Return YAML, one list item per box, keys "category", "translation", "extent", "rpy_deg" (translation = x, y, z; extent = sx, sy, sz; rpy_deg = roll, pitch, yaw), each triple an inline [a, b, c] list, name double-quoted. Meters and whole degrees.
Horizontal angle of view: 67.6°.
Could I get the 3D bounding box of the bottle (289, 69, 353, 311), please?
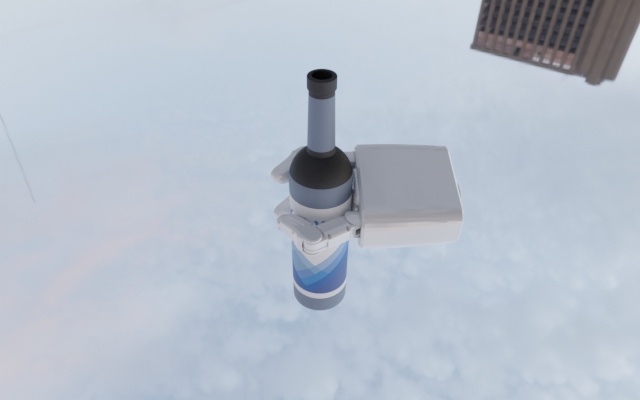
- category: "bottle"
  translation: [0.000, 0.002, 0.516]
  extent: [0.069, 0.296, 0.069]
  rpy_deg: [0, 40, 0]
